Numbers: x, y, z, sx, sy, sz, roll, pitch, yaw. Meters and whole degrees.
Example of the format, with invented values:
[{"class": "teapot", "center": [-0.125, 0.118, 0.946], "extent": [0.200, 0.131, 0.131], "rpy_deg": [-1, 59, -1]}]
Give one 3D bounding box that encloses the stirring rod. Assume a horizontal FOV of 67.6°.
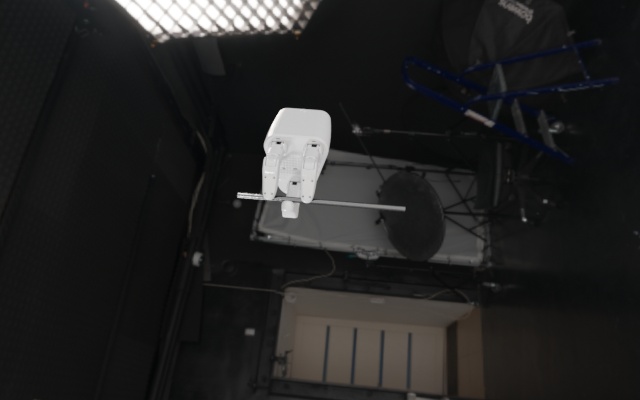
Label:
[{"class": "stirring rod", "center": [0.000, 0.002, 0.684], "extent": [0.239, 0.011, 0.011], "rpy_deg": [5, 0, 3]}]
